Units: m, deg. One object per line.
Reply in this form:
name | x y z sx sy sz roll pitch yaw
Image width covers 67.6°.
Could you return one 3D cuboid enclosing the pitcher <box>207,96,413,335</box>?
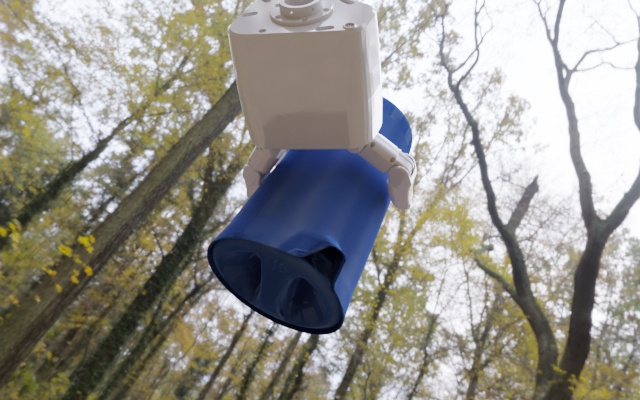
pitcher | 0.000 0.001 0.487 0.149 0.145 0.242 14 50 22
